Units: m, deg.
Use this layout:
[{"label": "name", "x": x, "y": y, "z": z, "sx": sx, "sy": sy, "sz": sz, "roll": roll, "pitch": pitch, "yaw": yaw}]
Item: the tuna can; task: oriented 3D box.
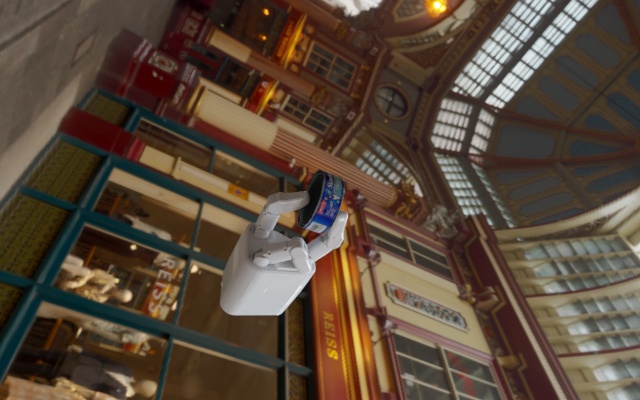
[{"label": "tuna can", "x": 0.001, "y": 0.002, "z": 0.666, "sx": 0.034, "sy": 0.086, "sz": 0.086, "roll": 20, "pitch": -6, "yaw": -17}]
